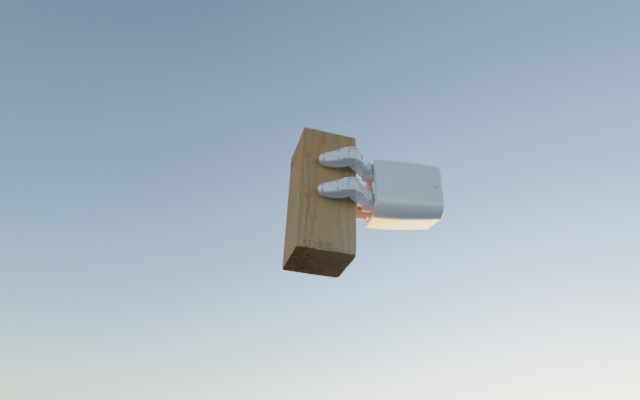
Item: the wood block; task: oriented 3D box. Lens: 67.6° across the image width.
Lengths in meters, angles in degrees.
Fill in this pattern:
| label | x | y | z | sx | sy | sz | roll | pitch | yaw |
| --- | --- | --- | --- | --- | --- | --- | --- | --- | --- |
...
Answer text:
| label | x | y | z | sx | sy | sz | roll | pitch | yaw |
| --- | --- | --- | --- | --- | --- | --- | --- | --- | --- |
| wood block | 0.000 | 0.003 | 0.737 | 0.090 | 0.206 | 0.091 | 10 | -33 | -12 |
